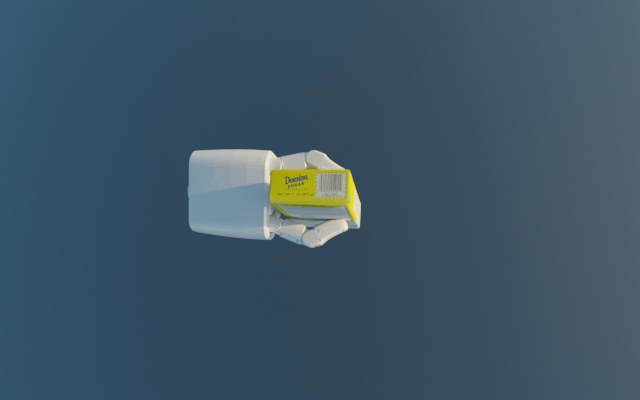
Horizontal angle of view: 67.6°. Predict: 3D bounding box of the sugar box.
[{"bbox_3d":[0.000,0.001,0.612,0.093,0.048,0.176,2,-9,8],"label":"sugar box"}]
